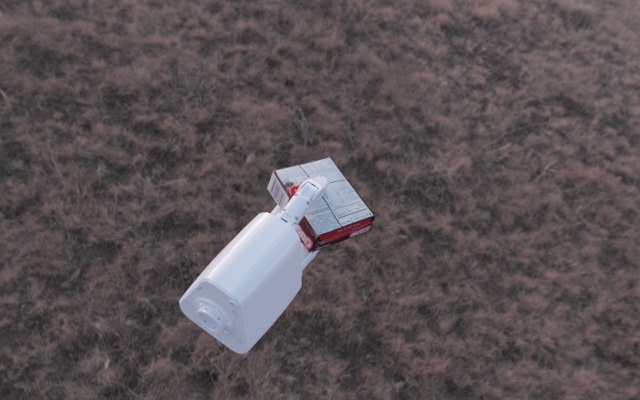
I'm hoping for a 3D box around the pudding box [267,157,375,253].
[{"bbox_3d":[0.000,0.002,0.596,0.090,0.113,0.039,-16,-32,-31],"label":"pudding box"}]
